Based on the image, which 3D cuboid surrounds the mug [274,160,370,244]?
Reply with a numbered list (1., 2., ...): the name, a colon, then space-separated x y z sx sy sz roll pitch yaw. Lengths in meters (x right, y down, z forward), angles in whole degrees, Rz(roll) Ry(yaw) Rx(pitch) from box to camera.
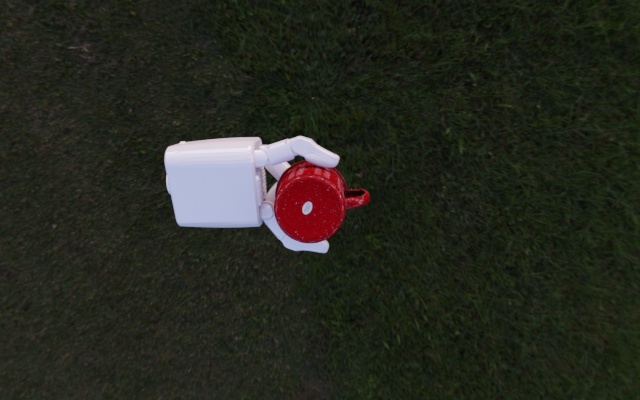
1. mug: 0.002 0.002 0.570 0.117 0.093 0.081 -2 12 1
